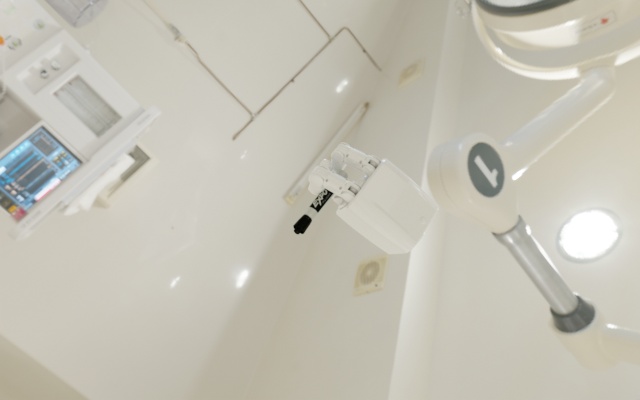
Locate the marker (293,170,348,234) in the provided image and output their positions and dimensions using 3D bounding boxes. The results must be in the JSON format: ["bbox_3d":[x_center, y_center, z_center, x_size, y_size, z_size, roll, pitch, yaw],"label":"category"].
[{"bbox_3d":[0.000,0.002,0.688,0.020,0.121,0.020,30,-28,17],"label":"marker"}]
